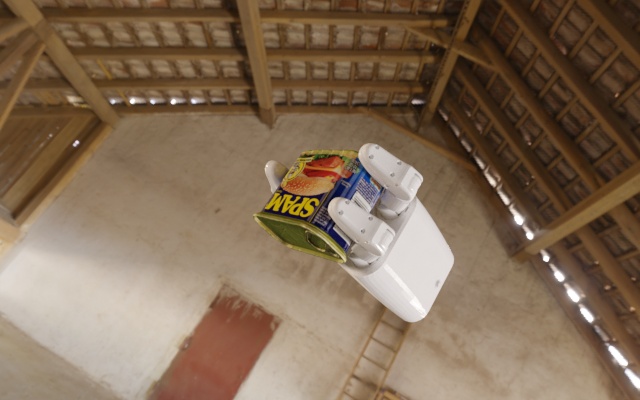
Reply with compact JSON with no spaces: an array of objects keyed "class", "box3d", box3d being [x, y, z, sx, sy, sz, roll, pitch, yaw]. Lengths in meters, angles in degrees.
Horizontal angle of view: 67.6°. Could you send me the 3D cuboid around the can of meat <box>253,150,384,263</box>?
[{"class":"can of meat","box3d":[0.000,0.001,0.437,0.102,0.084,0.057,9,-30,51]}]
